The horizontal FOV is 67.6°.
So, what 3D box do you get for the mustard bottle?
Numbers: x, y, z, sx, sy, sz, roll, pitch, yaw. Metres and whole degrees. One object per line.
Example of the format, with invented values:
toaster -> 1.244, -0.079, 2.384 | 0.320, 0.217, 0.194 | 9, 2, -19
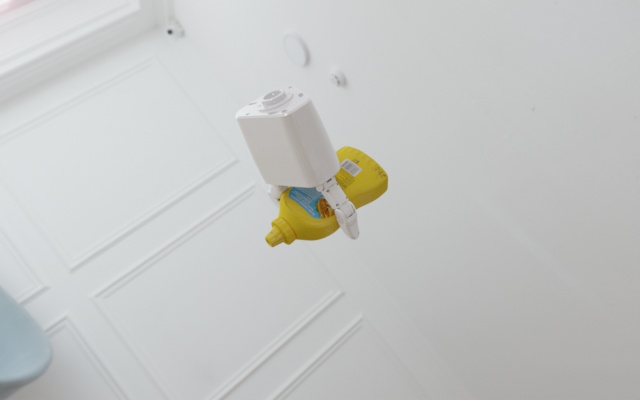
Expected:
mustard bottle -> 0.000, 0.002, 0.680 | 0.191, 0.058, 0.096 | -37, 58, -21
